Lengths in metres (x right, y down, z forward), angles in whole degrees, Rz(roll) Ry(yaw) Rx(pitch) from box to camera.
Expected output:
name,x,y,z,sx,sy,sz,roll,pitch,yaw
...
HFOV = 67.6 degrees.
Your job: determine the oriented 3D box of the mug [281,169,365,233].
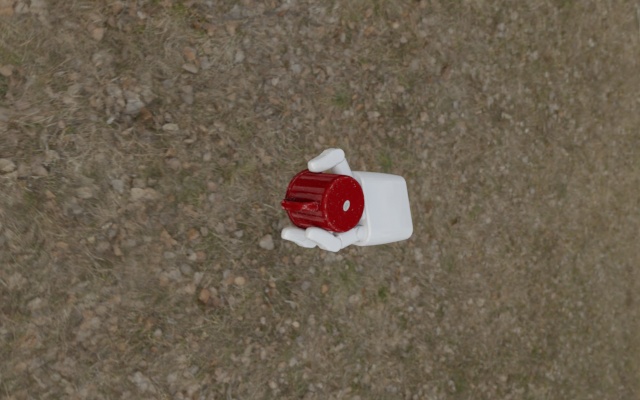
name,x,y,z,sx,sy,sz,roll,pitch,yaw
mug,-0.001,0.002,0.679,0.117,0.093,0.081,-2,6,-40
